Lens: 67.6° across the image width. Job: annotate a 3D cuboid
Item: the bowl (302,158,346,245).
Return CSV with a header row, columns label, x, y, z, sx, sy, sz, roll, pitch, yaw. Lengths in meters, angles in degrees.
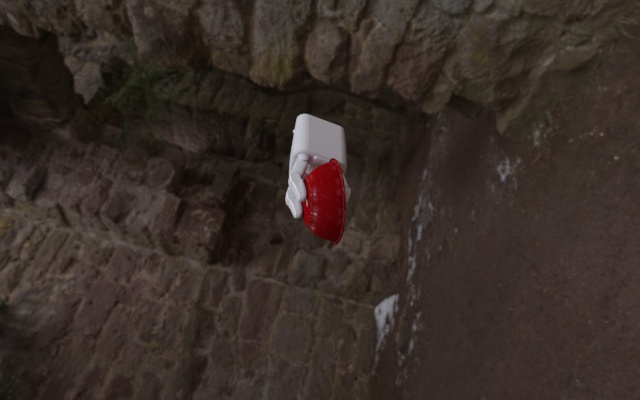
label,x,y,z,sx,sy,sz,roll,pitch,yaw
bowl,0.000,0.004,0.881,0.055,0.162,0.162,-2,0,-13
